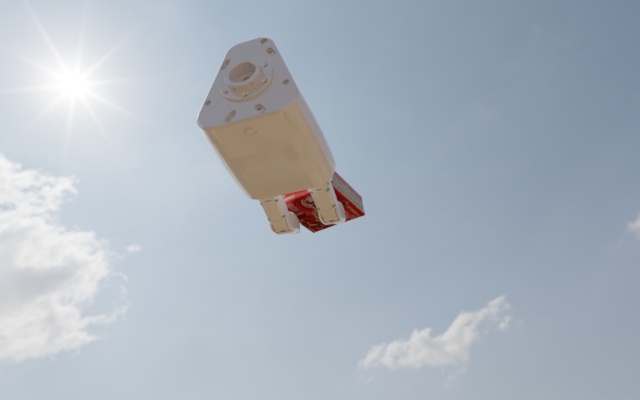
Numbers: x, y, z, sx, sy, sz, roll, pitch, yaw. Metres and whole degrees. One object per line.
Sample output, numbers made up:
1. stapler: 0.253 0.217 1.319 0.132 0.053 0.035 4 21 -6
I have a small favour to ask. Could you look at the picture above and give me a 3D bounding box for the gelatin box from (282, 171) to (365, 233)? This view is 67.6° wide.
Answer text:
1. gelatin box: 0.000 0.002 0.557 0.073 0.030 0.089 -21 -32 22
